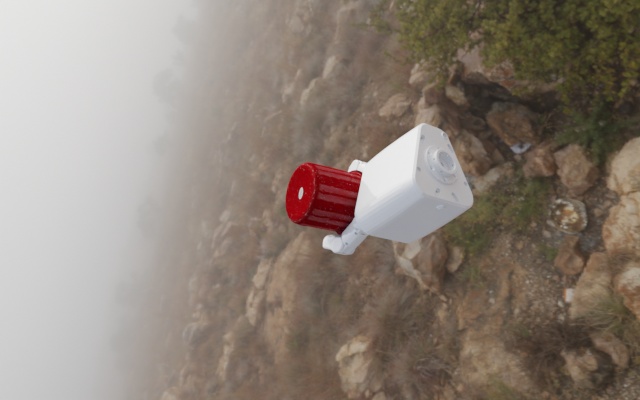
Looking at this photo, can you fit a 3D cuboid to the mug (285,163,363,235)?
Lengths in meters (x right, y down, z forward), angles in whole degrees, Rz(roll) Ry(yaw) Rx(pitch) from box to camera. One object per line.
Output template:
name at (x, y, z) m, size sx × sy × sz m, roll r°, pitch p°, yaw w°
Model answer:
mug at (-0.001, 0.003, 0.642) m, size 0.081 × 0.093 × 0.117 m, roll 12°, pitch -32°, yaw -30°
